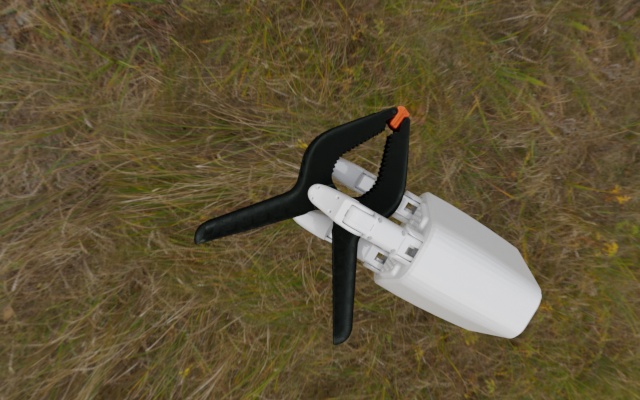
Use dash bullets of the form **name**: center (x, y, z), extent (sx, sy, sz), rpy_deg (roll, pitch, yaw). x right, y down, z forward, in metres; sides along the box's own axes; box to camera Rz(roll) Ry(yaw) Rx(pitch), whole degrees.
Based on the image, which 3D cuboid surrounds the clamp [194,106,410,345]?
- **clamp**: center (0.001, 0.001, 0.417), extent (0.164, 0.210, 0.036), rpy_deg (30, 4, -3)
